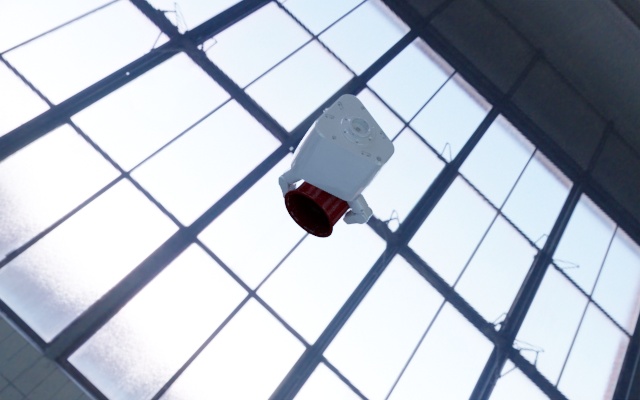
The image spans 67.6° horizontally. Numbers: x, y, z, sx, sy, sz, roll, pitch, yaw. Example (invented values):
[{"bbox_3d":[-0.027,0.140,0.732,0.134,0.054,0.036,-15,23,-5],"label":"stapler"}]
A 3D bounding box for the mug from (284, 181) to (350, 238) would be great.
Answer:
[{"bbox_3d":[0.000,0.003,0.752,0.081,0.093,0.117,-47,-2,-32],"label":"mug"}]
